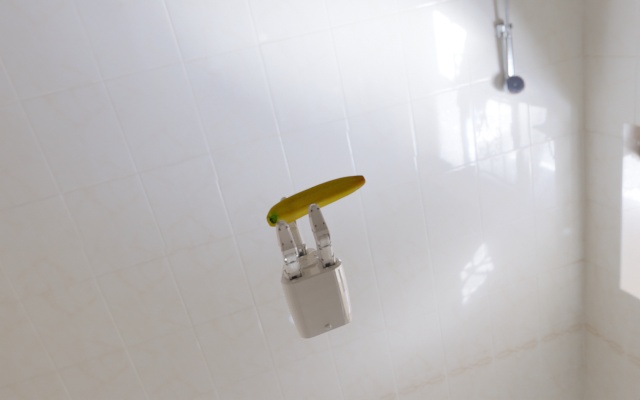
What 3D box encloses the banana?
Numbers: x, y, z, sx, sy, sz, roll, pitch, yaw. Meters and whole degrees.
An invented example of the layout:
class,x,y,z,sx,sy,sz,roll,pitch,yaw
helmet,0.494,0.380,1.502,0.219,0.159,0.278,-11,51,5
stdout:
class,x,y,z,sx,sy,sz,roll,pitch,yaw
banana,-0.014,0.003,0.752,0.197,0.037,0.069,-26,19,-36
